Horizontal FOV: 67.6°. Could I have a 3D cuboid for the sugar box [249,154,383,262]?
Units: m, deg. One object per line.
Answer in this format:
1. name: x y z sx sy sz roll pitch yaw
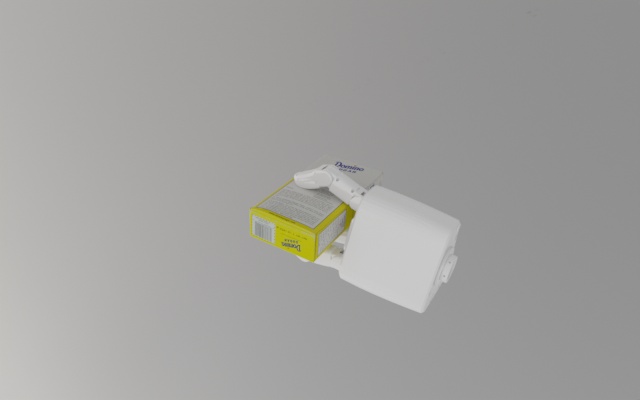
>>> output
1. sugar box: 0.000 0.003 0.601 0.093 0.048 0.176 21 33 25
